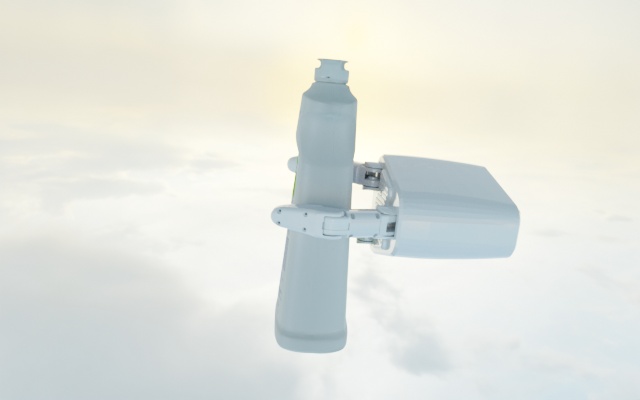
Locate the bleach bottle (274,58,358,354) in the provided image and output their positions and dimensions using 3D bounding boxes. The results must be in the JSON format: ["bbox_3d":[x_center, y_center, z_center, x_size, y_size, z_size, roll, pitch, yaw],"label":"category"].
[{"bbox_3d":[0.000,0.001,0.435,0.068,0.251,0.102,4,13,-6],"label":"bleach bottle"}]
